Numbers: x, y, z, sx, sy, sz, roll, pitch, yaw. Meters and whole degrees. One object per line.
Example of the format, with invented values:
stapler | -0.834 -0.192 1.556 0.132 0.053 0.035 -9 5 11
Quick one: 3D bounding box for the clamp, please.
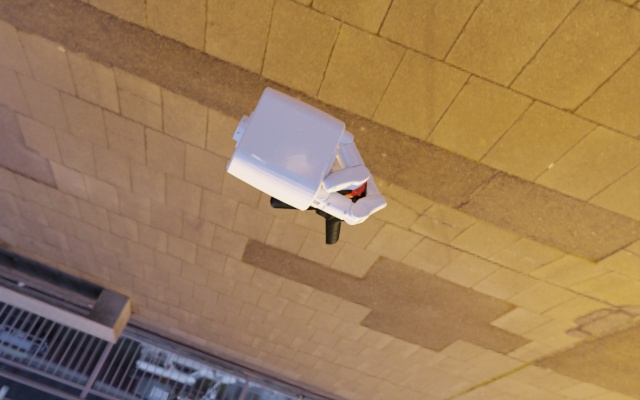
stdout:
clamp | 0.000 0.003 0.657 0.120 0.039 0.171 26 -33 -10
